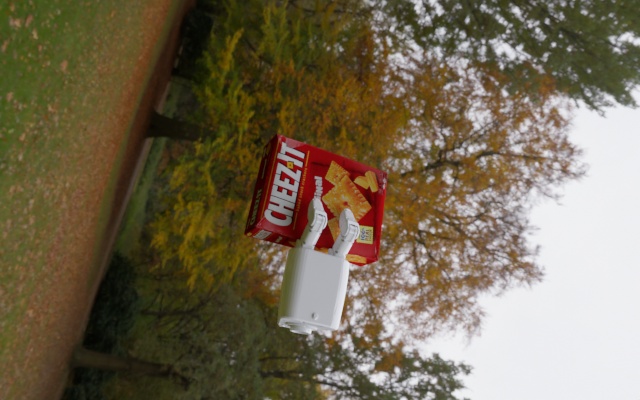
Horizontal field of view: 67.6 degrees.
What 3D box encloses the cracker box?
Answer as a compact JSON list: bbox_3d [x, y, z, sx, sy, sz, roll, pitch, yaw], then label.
[{"bbox_3d":[0.000,0.003,0.791,0.214,0.164,0.072,18,-22,-19],"label":"cracker box"}]
